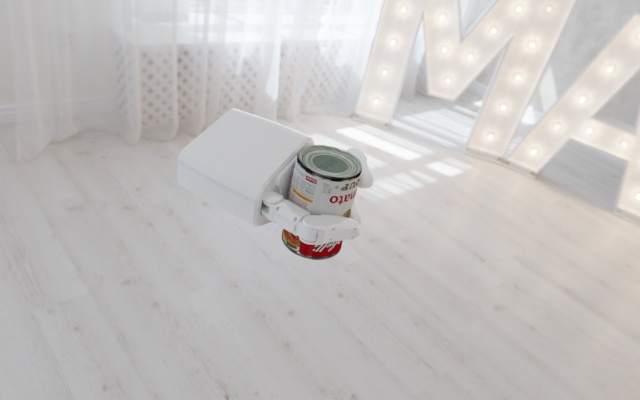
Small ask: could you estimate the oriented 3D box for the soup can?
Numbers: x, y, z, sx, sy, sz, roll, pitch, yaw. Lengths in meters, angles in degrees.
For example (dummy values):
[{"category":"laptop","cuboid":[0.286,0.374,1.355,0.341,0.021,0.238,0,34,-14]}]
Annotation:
[{"category":"soup can","cuboid":[0.001,0.002,0.498,0.068,0.102,0.068,9,33,-6]}]
